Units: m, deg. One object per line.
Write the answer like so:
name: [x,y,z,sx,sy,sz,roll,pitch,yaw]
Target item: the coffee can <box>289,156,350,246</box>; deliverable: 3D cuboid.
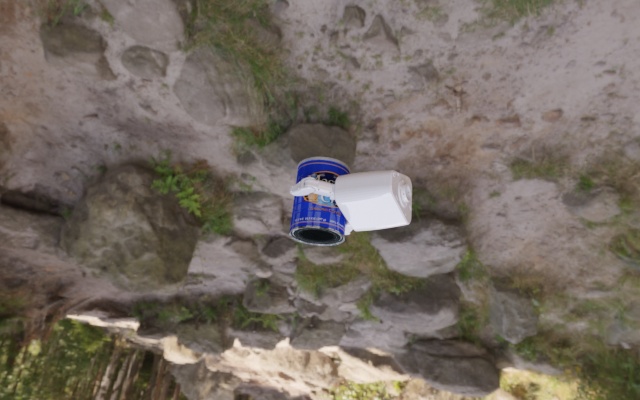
coffee can: [0.000,0.003,0.896,0.103,0.140,0.103,5,-23,2]
